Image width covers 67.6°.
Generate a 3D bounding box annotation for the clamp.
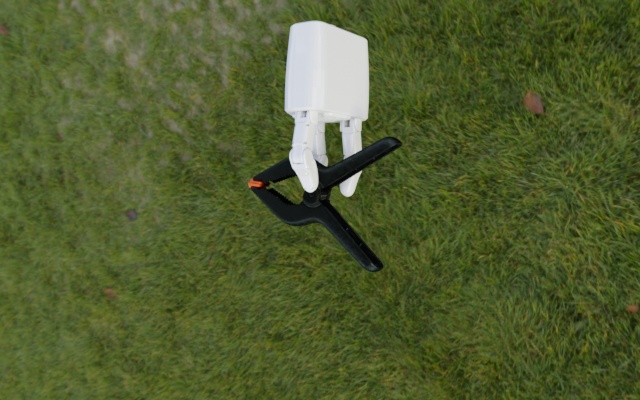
[{"bbox_3d":[-0.001,0.002,0.615,0.210,0.164,0.036,3,0,27],"label":"clamp"}]
